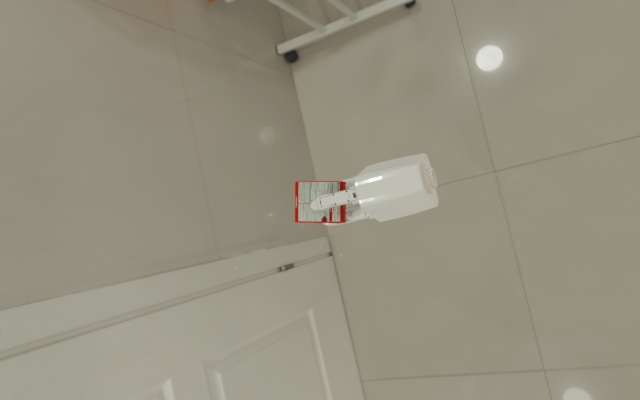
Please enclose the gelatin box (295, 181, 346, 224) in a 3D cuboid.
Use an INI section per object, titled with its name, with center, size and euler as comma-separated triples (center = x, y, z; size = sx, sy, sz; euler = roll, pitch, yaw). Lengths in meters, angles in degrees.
[gelatin box]
center = 0.000, 0.003, 0.833
size = 0.089, 0.073, 0.030
euler = 0, 0, 19
